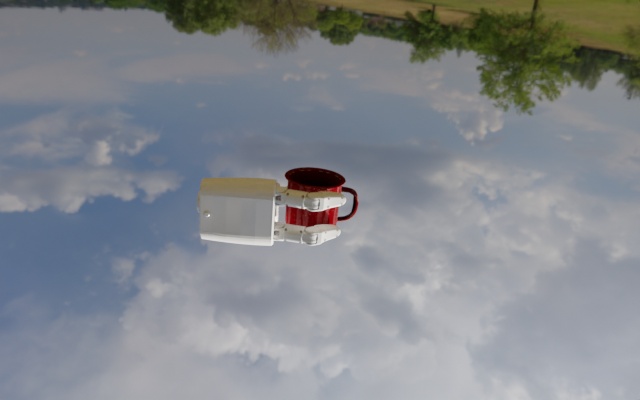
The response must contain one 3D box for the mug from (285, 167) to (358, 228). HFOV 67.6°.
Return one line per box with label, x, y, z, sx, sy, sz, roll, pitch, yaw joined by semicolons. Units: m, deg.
mug;0.002;0.003;0.739;0.117;0.081;0.093;5;22;-3
